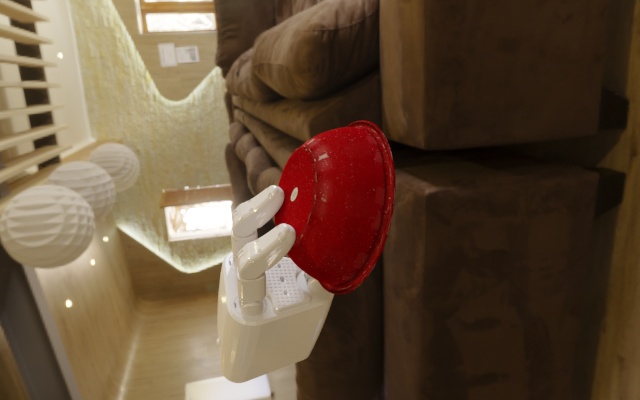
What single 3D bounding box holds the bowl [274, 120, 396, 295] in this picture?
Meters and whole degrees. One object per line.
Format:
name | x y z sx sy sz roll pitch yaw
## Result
bowl | 0.000 0.000 0.432 0.055 0.162 0.162 11 -5 -25
